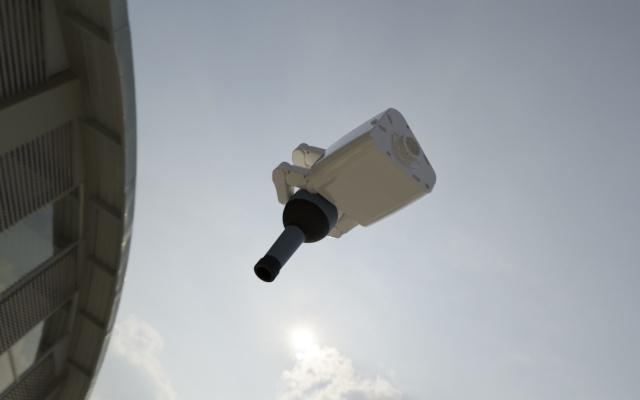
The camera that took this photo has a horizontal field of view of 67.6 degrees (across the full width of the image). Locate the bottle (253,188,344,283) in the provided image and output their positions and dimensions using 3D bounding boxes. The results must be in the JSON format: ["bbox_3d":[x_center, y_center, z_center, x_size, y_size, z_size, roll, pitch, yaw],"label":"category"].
[{"bbox_3d":[0.000,0.002,0.630,0.069,0.069,0.295,0,32,30],"label":"bottle"}]
